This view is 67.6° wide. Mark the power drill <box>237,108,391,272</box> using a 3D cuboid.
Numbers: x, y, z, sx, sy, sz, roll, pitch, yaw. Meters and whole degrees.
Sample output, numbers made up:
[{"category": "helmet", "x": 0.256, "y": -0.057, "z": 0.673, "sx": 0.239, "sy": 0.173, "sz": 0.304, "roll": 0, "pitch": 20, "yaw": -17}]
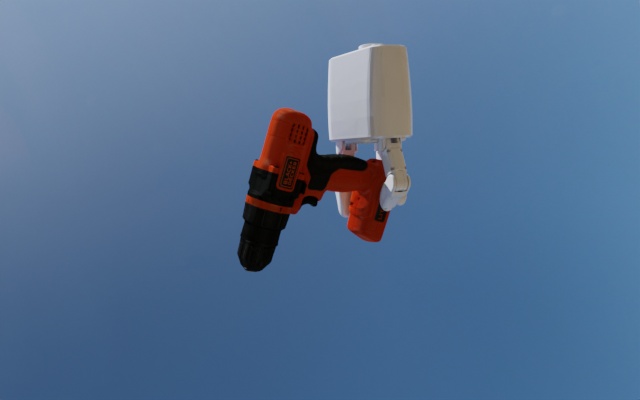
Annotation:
[{"category": "power drill", "x": 0.000, "y": 0.002, "z": 0.566, "sx": 0.188, "sy": 0.184, "sz": 0.057, "roll": 12, "pitch": 8, "yaw": -39}]
